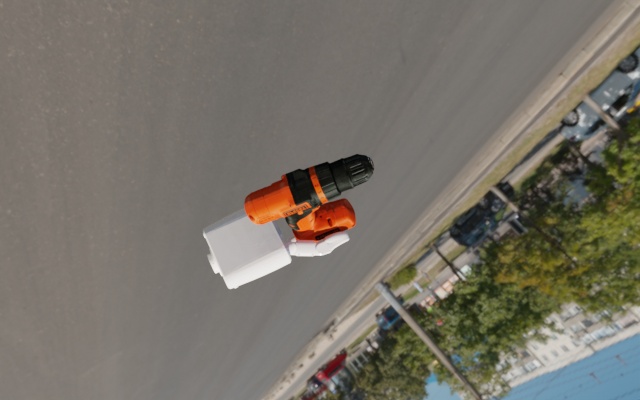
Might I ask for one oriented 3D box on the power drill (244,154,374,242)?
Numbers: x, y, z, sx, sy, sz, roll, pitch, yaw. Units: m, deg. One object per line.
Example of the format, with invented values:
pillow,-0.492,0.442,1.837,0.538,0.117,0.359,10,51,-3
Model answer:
power drill,0.000,0.003,0.709,0.184,0.057,0.188,-19,-22,7
